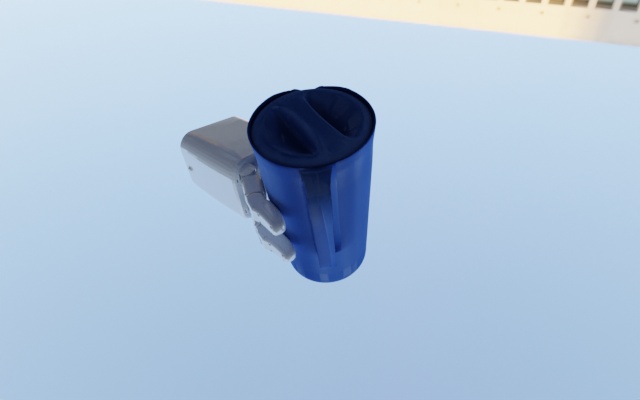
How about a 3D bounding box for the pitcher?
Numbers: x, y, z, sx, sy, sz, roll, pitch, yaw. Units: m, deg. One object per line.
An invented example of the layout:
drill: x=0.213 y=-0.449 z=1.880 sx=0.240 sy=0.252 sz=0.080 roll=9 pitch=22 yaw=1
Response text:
pitcher: x=0.000 y=0.002 z=0.569 sx=0.145 sy=0.243 sz=0.149 roll=29 pitch=58 yaw=28
